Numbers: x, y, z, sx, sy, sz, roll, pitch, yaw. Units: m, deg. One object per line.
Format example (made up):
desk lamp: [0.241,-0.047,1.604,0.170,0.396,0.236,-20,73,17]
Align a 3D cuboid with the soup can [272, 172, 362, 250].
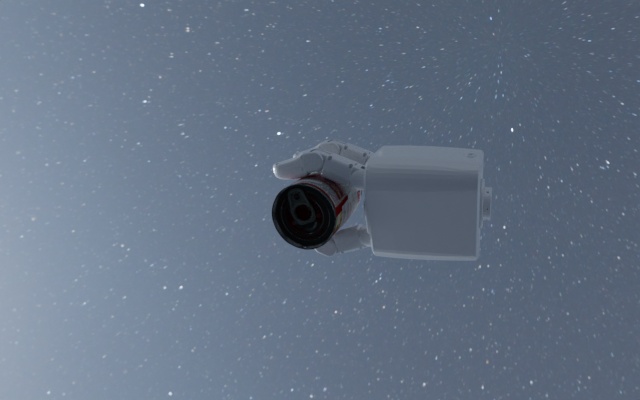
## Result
soup can: [0.000,0.002,0.511,0.068,0.068,0.102,0,17,21]
